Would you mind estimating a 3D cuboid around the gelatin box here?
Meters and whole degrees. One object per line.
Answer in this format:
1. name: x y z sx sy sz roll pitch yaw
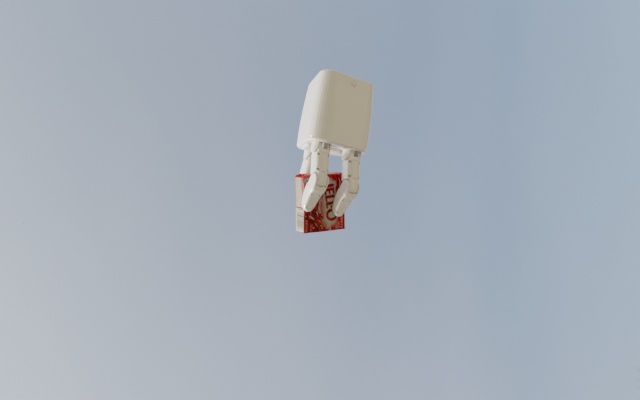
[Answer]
1. gelatin box: 0.000 0.003 0.728 0.073 0.089 0.030 -5 8 -30
